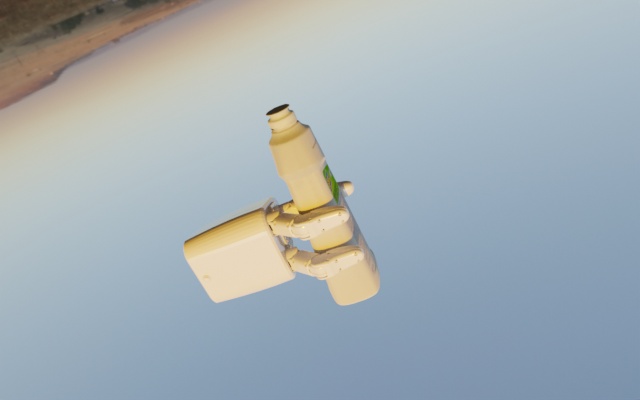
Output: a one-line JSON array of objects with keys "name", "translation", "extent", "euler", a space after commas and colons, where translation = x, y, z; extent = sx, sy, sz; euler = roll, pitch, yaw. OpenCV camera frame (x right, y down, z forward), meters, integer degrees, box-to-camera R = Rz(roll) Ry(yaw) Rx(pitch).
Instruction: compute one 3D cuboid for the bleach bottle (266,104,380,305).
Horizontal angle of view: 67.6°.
[{"name": "bleach bottle", "translation": [0.000, 0.002, 0.573], "extent": [0.068, 0.251, 0.102], "euler": [-21, 26, 8]}]
